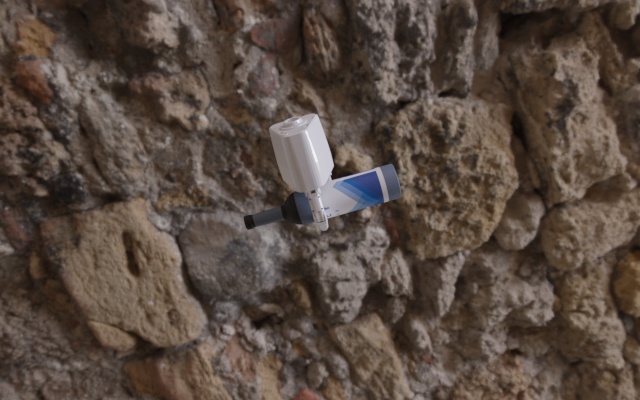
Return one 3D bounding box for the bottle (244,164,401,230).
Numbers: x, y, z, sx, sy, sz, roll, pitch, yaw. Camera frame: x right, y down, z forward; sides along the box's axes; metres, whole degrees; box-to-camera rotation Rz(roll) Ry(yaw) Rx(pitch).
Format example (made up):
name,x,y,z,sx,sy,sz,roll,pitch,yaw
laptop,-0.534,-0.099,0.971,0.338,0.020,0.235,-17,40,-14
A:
name,x,y,z,sx,sy,sz,roll,pitch,yaw
bottle,0.000,0.003,0.899,0.296,0.069,0.069,-16,-1,2
